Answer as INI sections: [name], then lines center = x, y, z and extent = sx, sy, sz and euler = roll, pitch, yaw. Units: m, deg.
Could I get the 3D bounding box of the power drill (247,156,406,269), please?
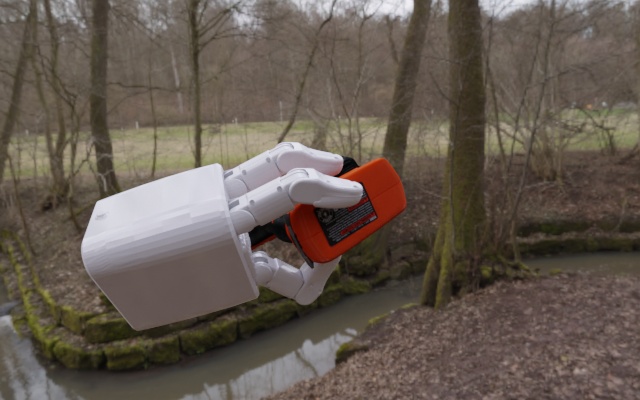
[power drill]
center = 0.000, 0.002, 0.476
extent = 0.184, 0.057, 0.187
euler = -33, 12, -22
